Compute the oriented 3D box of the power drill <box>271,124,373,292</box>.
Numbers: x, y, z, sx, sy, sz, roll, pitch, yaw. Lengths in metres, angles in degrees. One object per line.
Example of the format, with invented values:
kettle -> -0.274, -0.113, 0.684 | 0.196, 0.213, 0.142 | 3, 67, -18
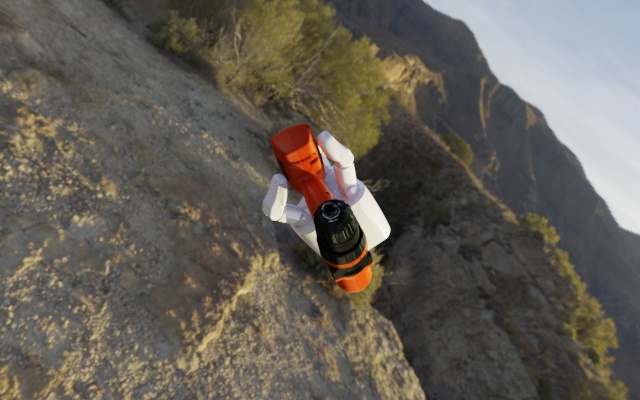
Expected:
power drill -> 0.000, 0.002, 0.556 | 0.057, 0.187, 0.184 | -22, -32, -3
